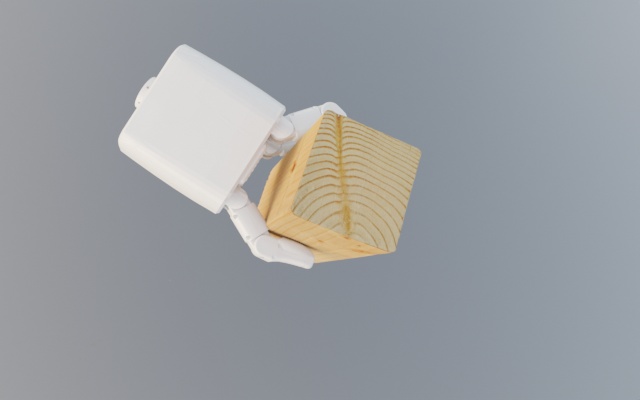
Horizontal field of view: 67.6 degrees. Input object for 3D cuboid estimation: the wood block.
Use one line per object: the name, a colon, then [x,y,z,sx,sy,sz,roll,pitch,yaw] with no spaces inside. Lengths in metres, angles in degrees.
wood block: [0.000,0.002,0.464,0.090,0.090,0.206,22,-15,-13]
